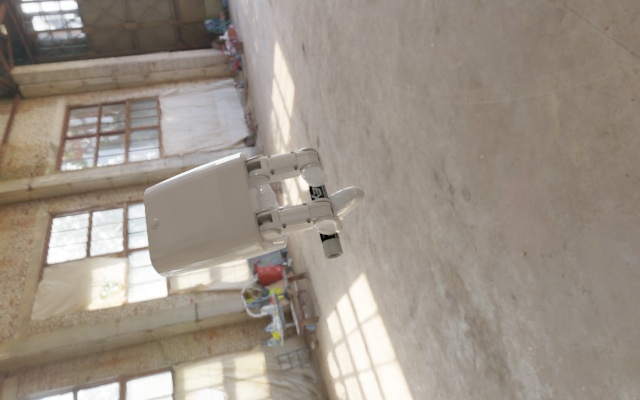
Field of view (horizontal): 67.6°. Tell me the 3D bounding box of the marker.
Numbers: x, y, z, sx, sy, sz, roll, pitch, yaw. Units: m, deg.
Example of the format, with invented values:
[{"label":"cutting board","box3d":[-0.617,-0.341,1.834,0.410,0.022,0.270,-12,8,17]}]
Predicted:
[{"label":"marker","box3d":[0.000,0.002,0.500,0.020,0.121,0.020,-12,-23,-5]}]
